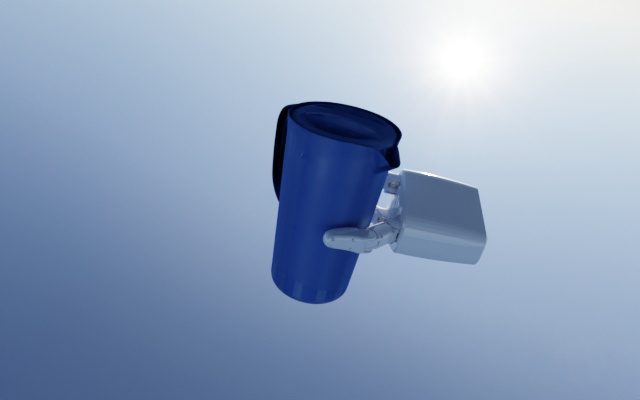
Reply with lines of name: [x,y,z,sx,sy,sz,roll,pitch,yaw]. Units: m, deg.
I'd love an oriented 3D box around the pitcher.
pitcher: [0.000,0.002,0.606,0.145,0.243,0.149,10,29,-5]
